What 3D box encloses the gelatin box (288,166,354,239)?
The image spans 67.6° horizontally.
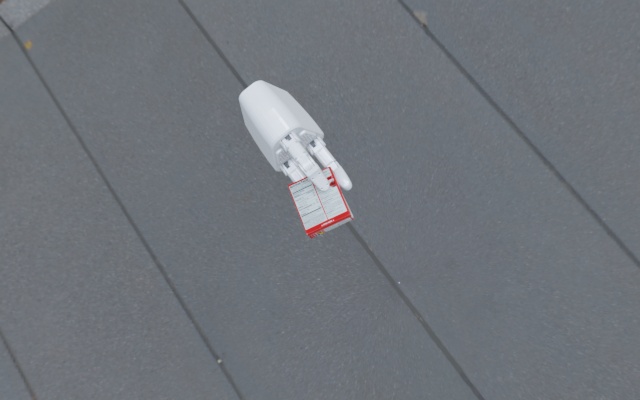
[{"bbox_3d":[0.000,0.003,0.726,0.073,0.089,0.030,-25,-22,7],"label":"gelatin box"}]
